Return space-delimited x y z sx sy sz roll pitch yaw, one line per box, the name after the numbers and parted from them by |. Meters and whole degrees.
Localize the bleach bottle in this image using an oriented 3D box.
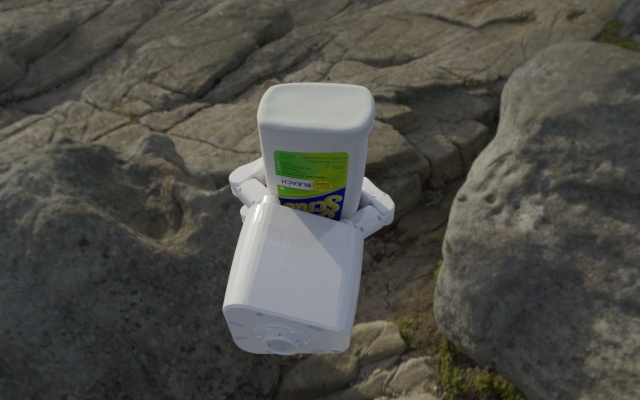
0.000 0.002 0.491 0.102 0.068 0.251 4 -40 7 | bleach bottle
